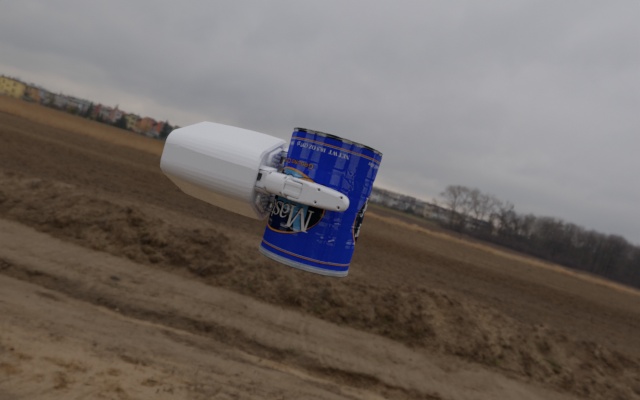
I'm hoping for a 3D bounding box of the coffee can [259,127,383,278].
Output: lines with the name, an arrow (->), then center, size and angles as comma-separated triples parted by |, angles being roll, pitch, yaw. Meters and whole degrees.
coffee can -> 0.000, 0.002, 0.528 | 0.103, 0.140, 0.103 | 16, 2, -1
